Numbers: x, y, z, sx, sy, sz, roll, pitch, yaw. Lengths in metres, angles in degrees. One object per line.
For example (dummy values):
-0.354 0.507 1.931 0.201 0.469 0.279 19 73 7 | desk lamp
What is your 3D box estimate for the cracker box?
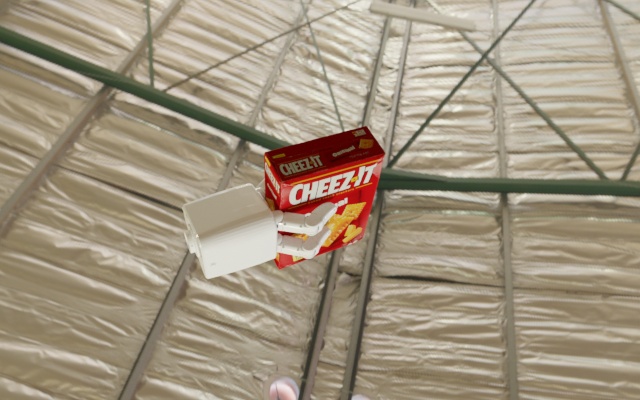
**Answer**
0.000 0.002 0.741 0.164 0.072 0.214 -18 -35 -20 | cracker box
